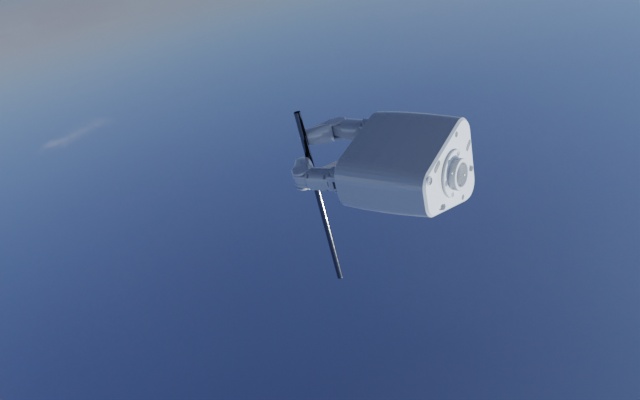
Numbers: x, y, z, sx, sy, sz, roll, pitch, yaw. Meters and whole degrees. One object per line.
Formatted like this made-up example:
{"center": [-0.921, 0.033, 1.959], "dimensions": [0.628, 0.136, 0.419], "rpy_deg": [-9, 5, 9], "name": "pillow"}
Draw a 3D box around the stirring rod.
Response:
{"center": [0.000, 0.002, 0.604], "dimensions": [0.011, 0.240, 0.011], "rpy_deg": [-12, 27, 6], "name": "stirring rod"}
